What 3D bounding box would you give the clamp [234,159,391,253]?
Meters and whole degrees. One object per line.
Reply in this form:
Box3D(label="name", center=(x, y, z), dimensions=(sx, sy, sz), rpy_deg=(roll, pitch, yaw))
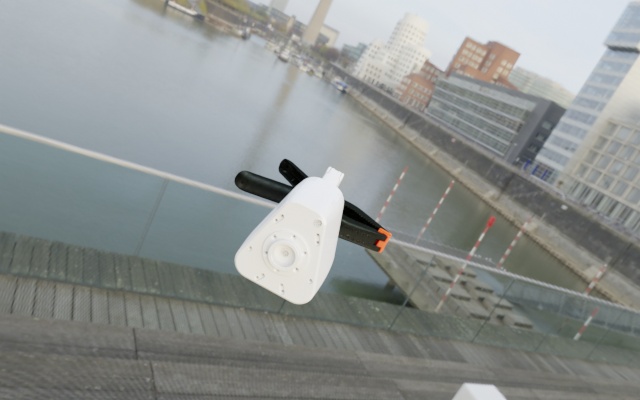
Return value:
Box3D(label="clamp", center=(0.001, 0.002, 0.660), dimensions=(0.210, 0.036, 0.164), rpy_deg=(28, 19, 3))
